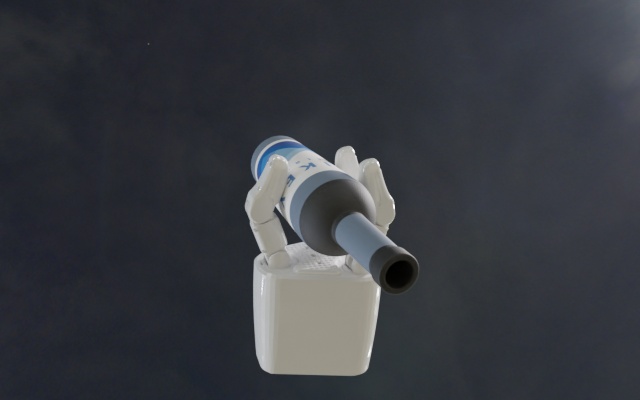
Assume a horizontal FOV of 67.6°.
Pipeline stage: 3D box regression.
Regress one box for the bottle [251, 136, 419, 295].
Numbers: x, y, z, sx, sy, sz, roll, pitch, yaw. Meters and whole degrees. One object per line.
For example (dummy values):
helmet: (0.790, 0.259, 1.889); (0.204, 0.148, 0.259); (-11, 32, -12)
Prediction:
bottle: (0.000, 0.001, 0.419); (0.069, 0.069, 0.295); (0, 17, -20)
